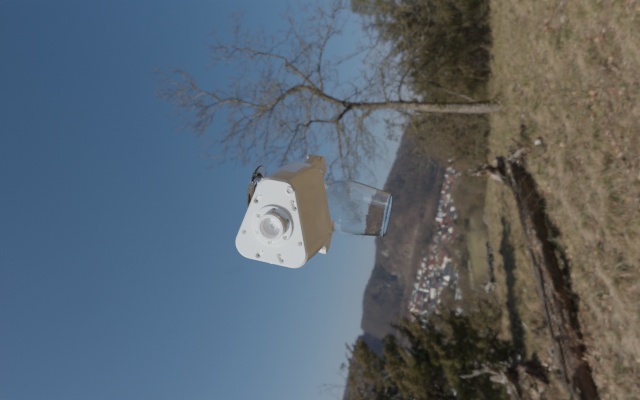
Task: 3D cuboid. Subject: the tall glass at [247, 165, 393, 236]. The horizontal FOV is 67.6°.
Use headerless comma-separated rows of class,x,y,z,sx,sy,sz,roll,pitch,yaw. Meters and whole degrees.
tall glass,-0.001,0.002,0.692,0.201,0.079,0.079,11,2,13
